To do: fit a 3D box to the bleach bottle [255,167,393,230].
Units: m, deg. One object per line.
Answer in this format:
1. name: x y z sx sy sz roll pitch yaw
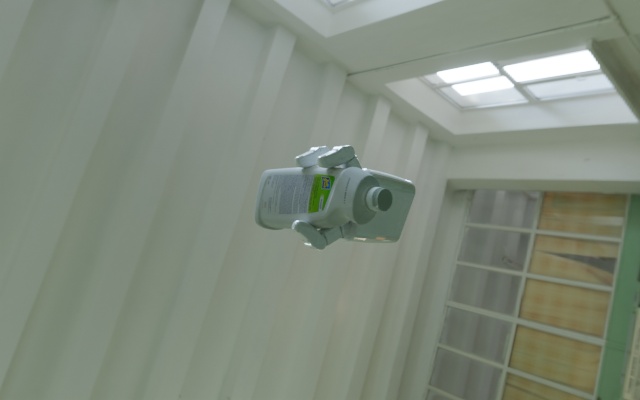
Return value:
1. bleach bottle: 0.000 0.002 0.693 0.068 0.102 0.251 9 -3 -39
